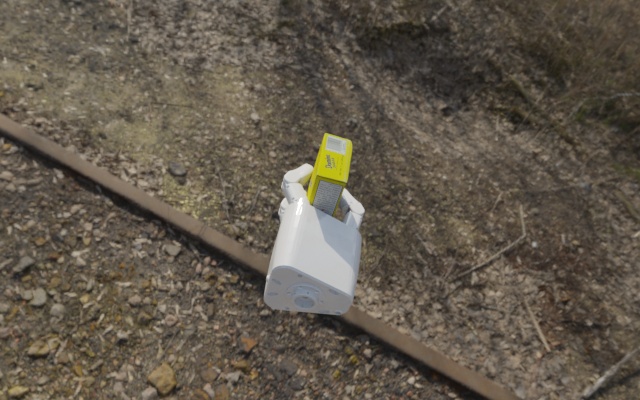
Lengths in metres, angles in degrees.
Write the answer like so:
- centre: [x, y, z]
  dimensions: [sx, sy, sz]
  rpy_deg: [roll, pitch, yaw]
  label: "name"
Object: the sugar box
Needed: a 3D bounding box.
- centre: [0.000, 0.002, 0.683]
  dimensions: [0.048, 0.176, 0.093]
  rpy_deg: [16, 43, -5]
  label: "sugar box"
